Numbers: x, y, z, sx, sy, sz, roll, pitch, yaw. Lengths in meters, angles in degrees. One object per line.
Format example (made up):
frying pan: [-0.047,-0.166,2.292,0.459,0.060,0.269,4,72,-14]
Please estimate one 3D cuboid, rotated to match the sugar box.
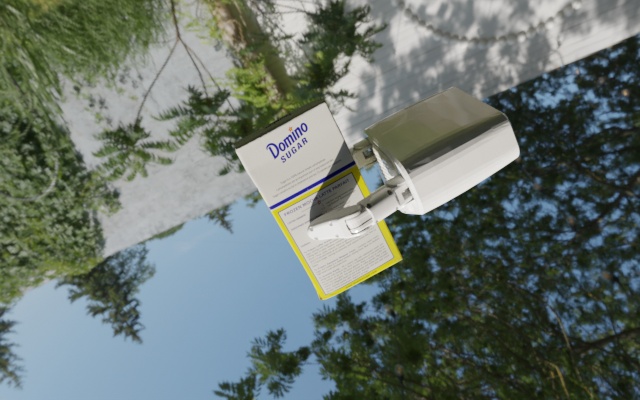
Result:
sugar box: [0.000,0.001,0.462,0.093,0.176,0.048,-28,17,-2]
